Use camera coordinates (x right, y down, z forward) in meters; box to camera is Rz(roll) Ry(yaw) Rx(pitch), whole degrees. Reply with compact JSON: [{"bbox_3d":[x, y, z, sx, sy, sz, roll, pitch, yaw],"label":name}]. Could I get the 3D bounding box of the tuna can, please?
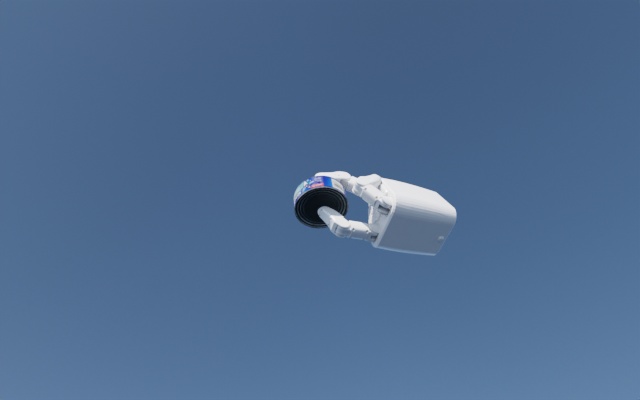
[{"bbox_3d":[0.000,0.002,0.762,0.086,0.086,0.033,0,40,-8],"label":"tuna can"}]
